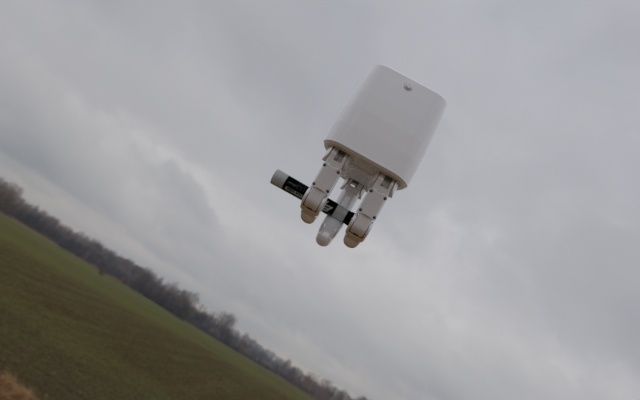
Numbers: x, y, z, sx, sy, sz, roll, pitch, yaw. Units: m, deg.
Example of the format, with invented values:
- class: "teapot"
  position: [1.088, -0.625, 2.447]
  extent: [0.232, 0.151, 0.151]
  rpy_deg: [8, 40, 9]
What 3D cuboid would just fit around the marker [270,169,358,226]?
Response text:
- class: "marker"
  position: [0.000, 0.002, 0.535]
  extent: [0.121, 0.020, 0.020]
  rpy_deg: [29, 2, 3]
